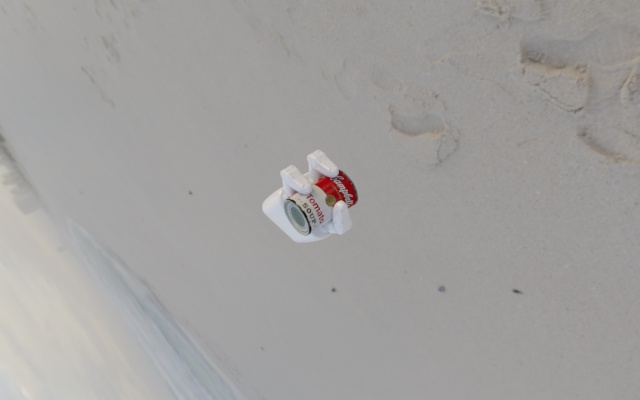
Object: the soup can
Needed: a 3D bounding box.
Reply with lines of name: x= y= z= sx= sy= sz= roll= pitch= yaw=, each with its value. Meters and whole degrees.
soup can: x=0.000 y=0.003 z=0.761 sx=0.102 sy=0.068 sz=0.068 roll=-32 pitch=15 yaw=-26
